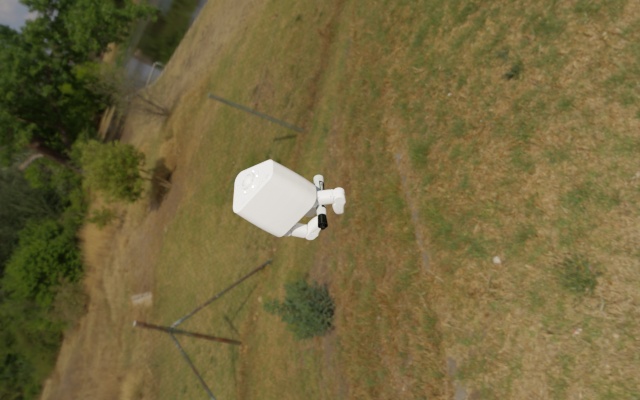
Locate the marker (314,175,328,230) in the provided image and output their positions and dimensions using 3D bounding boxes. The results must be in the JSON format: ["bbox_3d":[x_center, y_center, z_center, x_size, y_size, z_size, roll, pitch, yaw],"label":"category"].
[{"bbox_3d":[0.000,0.003,0.881,0.020,0.121,0.020,-3,-39,-2],"label":"marker"}]
